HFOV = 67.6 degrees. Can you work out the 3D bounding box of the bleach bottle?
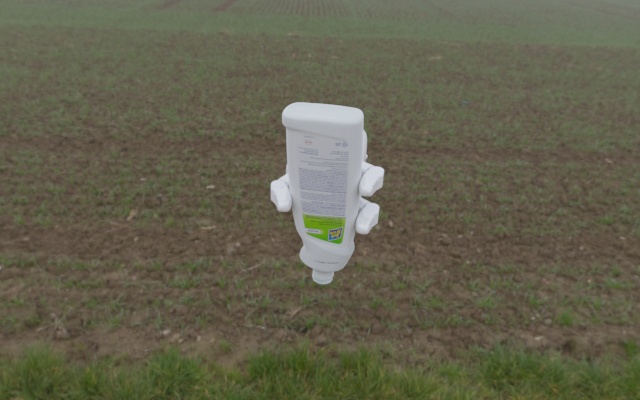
[{"bbox_3d":[0.000,0.002,0.637,0.102,0.251,0.068,7,29,8],"label":"bleach bottle"}]
